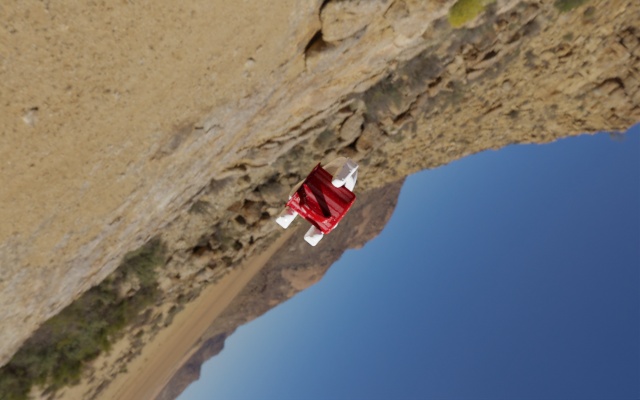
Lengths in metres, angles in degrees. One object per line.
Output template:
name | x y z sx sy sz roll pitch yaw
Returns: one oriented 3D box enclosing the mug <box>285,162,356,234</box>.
mug | 0.000 0.003 0.755 0.081 0.093 0.117 38 19 -2
